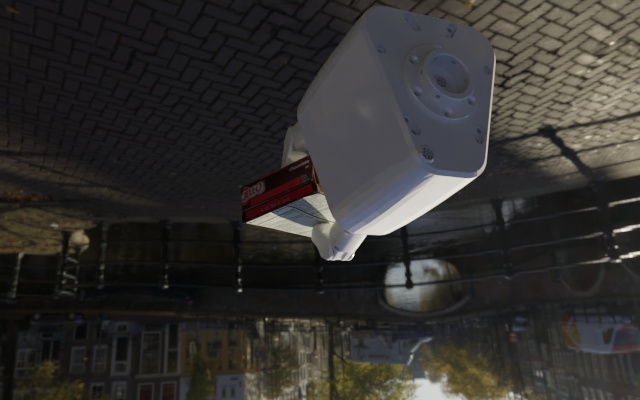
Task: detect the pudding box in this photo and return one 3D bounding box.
[{"bbox_3d":[0.000,0.002,0.421,0.090,0.039,0.113,-20,-26,37],"label":"pudding box"}]
